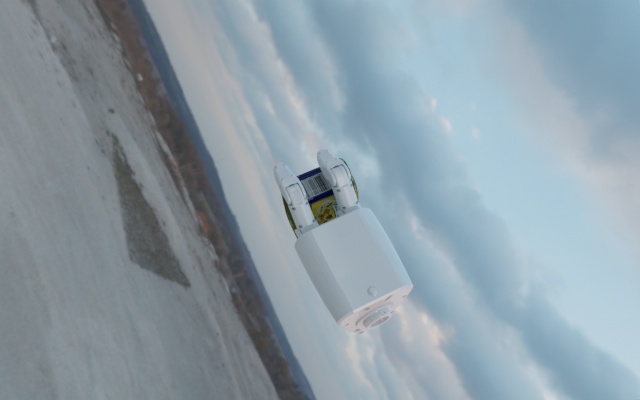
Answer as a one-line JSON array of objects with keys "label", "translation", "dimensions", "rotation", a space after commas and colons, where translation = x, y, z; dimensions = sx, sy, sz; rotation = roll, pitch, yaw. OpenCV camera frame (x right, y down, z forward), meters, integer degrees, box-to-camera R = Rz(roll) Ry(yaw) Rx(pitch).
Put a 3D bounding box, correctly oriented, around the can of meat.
[{"label": "can of meat", "translation": [0.000, 0.002, 0.606], "dimensions": [0.084, 0.057, 0.102], "rotation": [-23, -32, -11]}]
